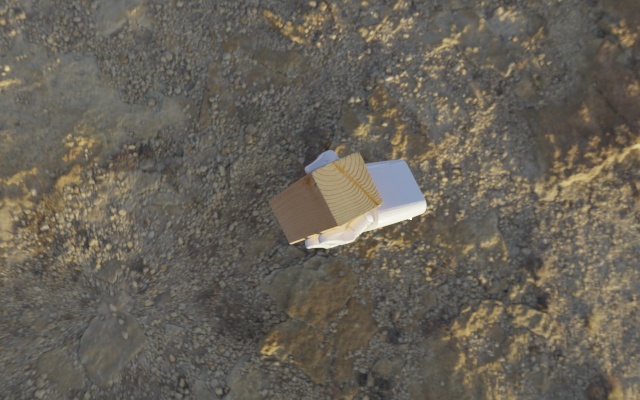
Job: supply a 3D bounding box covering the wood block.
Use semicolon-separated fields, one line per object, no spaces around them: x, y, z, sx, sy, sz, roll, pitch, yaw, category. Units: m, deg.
0.000;0.002;0.785;0.090;0.091;0.206;-26;-1;-26;wood block
